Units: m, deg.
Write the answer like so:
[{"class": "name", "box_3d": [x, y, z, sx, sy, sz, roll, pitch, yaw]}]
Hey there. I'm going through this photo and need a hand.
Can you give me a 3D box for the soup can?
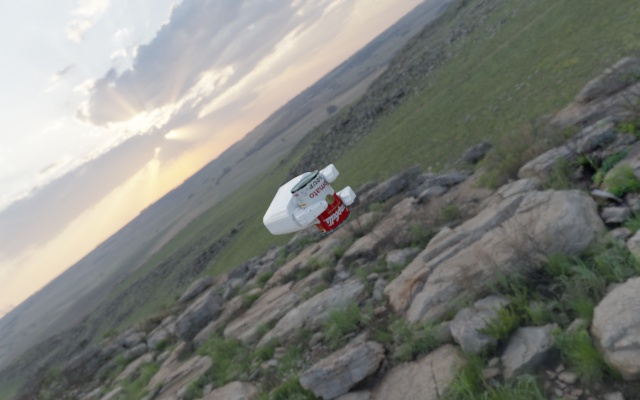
[{"class": "soup can", "box_3d": [0.000, 0.003, 0.889, 0.068, 0.102, 0.068, -36, 12, 9]}]
